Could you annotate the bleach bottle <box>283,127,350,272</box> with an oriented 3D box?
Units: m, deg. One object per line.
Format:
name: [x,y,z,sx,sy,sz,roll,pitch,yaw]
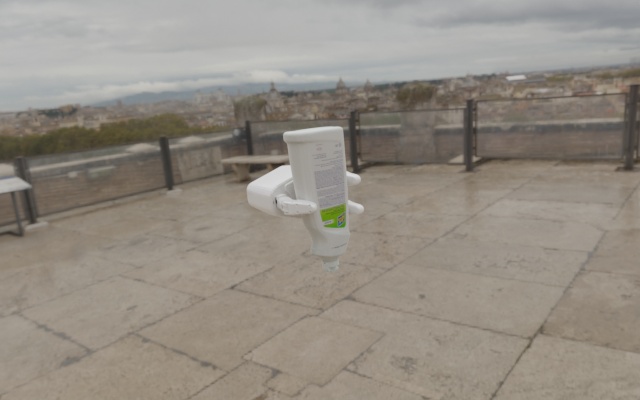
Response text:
bleach bottle: [0.000,0.003,0.827,0.102,0.251,0.068,-13,15,-31]
